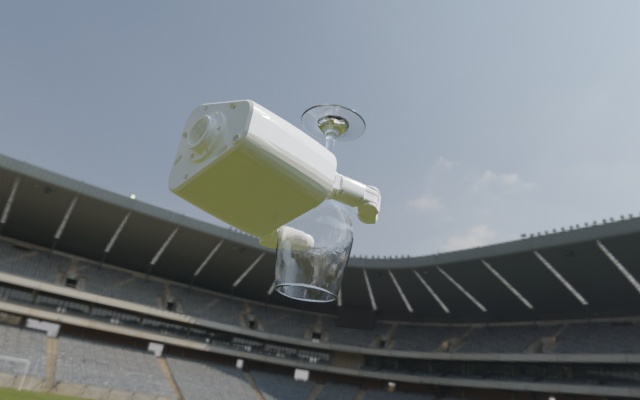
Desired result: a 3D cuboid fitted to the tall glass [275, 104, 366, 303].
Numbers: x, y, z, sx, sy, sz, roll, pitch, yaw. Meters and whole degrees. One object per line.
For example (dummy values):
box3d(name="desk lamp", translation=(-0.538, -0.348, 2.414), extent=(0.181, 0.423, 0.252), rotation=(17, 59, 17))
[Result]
box3d(name="tall glass", translation=(0.000, 0.001, 0.503), extent=(0.079, 0.201, 0.079), rotation=(7, -24, 3))
